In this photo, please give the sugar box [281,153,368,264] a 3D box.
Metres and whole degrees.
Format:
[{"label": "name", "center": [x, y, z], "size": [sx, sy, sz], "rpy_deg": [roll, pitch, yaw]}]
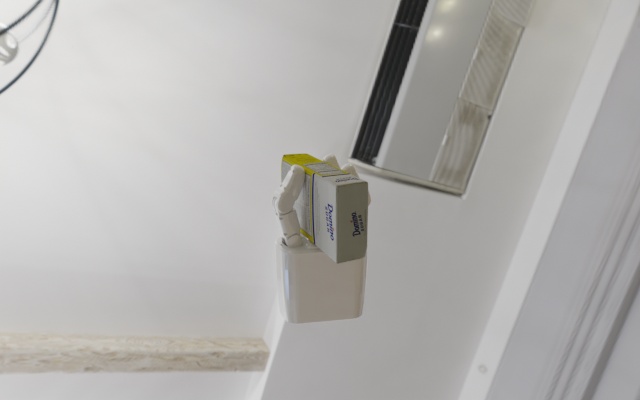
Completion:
[{"label": "sugar box", "center": [0.001, 0.002, 0.596], "size": [0.048, 0.093, 0.176], "rpy_deg": [-9, 20, -25]}]
